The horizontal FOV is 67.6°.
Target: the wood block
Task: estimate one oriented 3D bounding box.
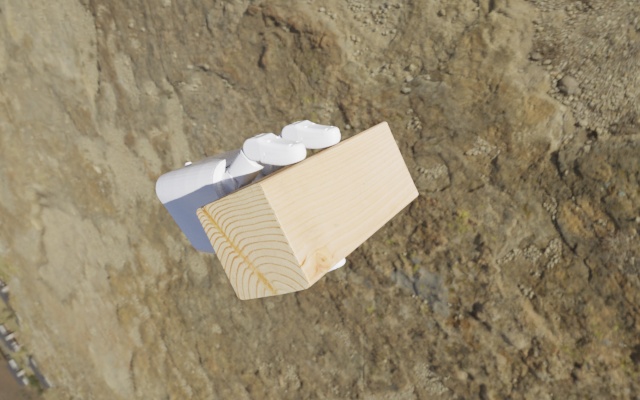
[{"bbox_3d":[0.000,0.002,0.460,0.090,0.091,0.206,-19,9,41],"label":"wood block"}]
